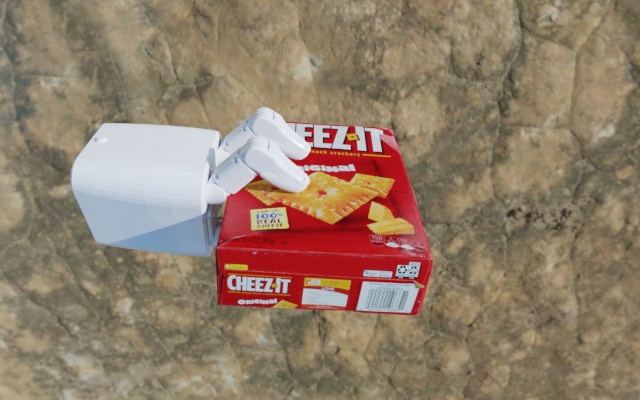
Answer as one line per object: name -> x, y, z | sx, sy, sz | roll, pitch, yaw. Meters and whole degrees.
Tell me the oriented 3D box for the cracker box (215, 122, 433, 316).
cracker box -> 0.000, 0.002, 0.446 | 0.164, 0.072, 0.213 | 4, 36, -4
